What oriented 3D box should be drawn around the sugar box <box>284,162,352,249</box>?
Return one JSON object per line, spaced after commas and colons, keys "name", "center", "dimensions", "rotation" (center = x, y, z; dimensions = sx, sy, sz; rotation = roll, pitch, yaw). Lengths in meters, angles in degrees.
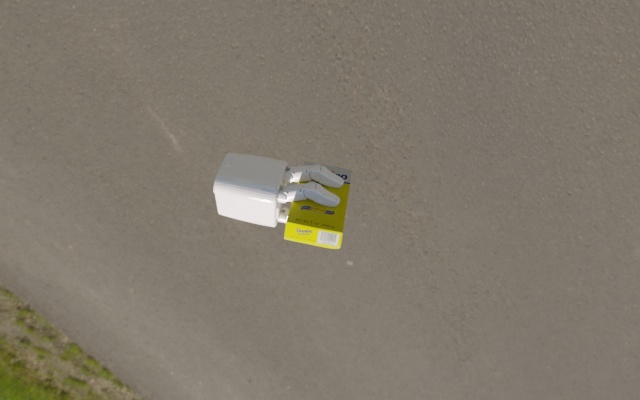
{"name": "sugar box", "center": [0.000, 0.002, 0.819], "dimensions": [0.093, 0.048, 0.176], "rotation": [11, 41, 0]}
